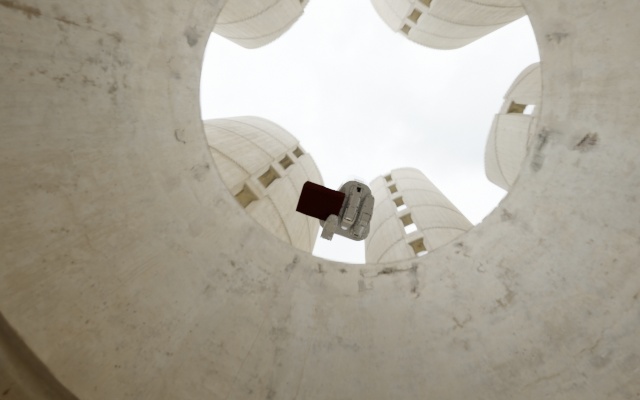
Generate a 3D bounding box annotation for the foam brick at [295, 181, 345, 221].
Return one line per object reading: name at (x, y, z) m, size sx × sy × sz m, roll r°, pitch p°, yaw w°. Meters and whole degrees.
foam brick at (0.000, 0.003, 0.863) m, size 0.078 × 0.053 × 0.051 m, roll 19°, pitch 12°, yaw 0°
